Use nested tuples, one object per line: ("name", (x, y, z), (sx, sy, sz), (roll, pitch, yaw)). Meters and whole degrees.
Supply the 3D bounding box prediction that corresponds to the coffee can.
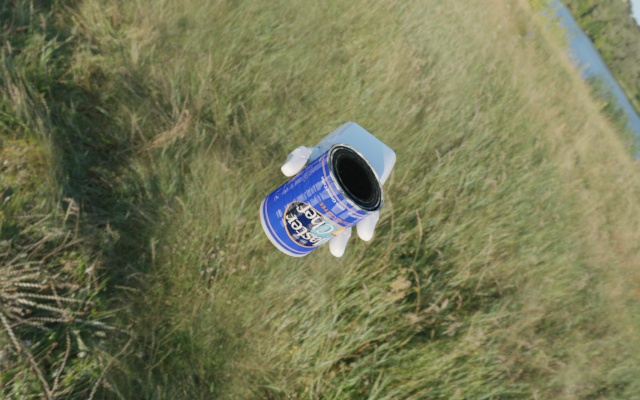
("coffee can", (0.000, 0.002, 0.649), (0.140, 0.102, 0.103), (-34, -21, 35))
